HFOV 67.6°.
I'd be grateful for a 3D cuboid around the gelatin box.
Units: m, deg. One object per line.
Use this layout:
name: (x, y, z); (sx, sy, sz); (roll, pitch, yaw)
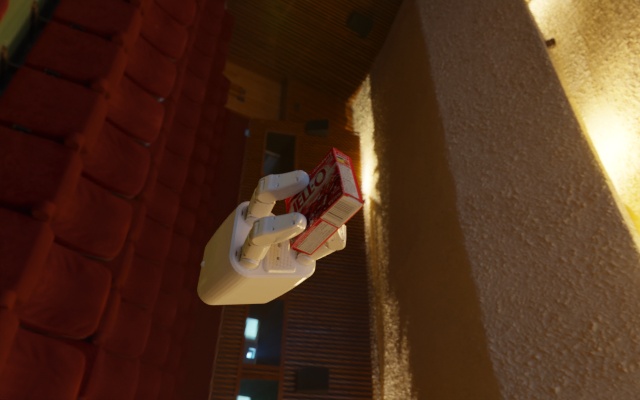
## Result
gelatin box: (0.001, 0.002, 0.491); (0.030, 0.073, 0.089); (26, -56, -29)
